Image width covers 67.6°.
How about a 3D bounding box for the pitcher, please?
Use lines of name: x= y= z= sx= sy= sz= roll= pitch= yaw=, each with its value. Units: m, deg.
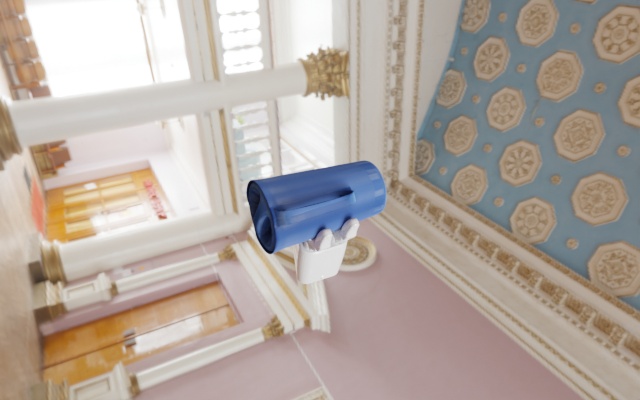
pitcher: x=0.000 y=0.003 z=0.866 sx=0.243 sy=0.145 sz=0.149 roll=-16 pitch=50 yaw=-23
